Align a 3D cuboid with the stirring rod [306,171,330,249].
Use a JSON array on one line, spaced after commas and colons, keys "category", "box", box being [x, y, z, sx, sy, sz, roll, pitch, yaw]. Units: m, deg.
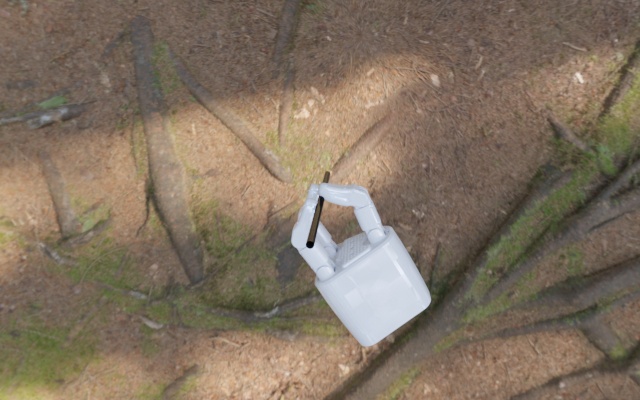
[{"category": "stirring rod", "box": [0.000, 0.002, 0.554, 0.011, 0.011, 0.239, 0, 19, 5]}]
